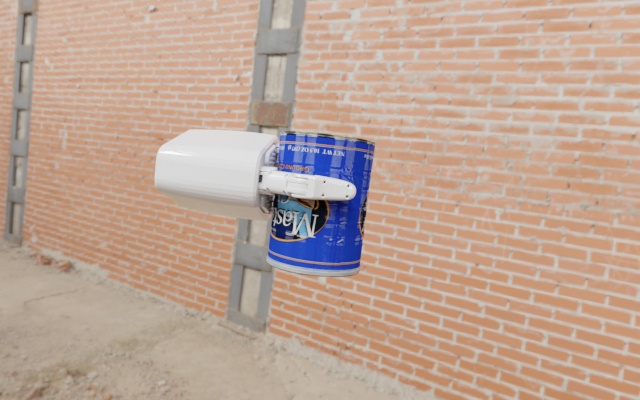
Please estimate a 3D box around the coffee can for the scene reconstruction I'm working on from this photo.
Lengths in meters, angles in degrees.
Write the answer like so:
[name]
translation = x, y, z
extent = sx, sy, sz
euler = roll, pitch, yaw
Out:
[coffee can]
translation = 0.000, 0.002, 0.515
extent = 0.103, 0.140, 0.103
euler = 6, 4, 0
